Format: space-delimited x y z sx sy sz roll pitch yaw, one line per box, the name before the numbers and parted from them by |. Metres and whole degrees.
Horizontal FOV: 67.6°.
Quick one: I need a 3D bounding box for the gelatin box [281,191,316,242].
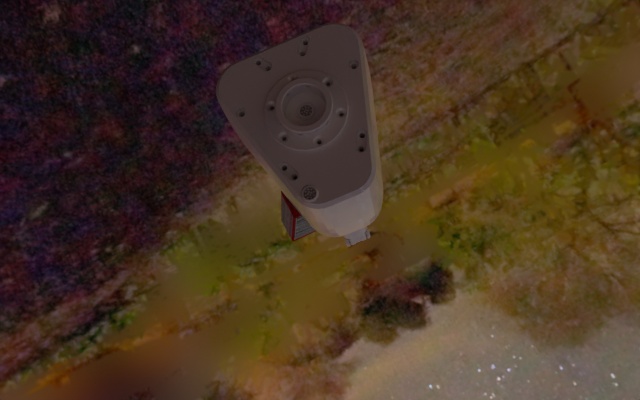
gelatin box | 0.000 0.002 0.453 0.073 0.030 0.089 -26 -16 -12
